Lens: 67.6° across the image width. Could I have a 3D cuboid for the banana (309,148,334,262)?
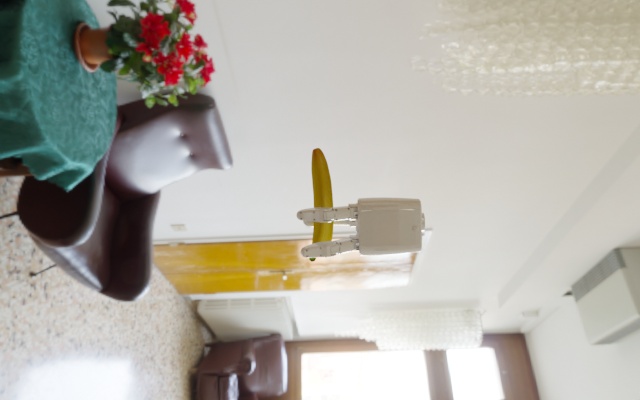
[{"bbox_3d":[0.003,0.010,0.840,0.037,0.197,0.070,-2,-11,8],"label":"banana"}]
